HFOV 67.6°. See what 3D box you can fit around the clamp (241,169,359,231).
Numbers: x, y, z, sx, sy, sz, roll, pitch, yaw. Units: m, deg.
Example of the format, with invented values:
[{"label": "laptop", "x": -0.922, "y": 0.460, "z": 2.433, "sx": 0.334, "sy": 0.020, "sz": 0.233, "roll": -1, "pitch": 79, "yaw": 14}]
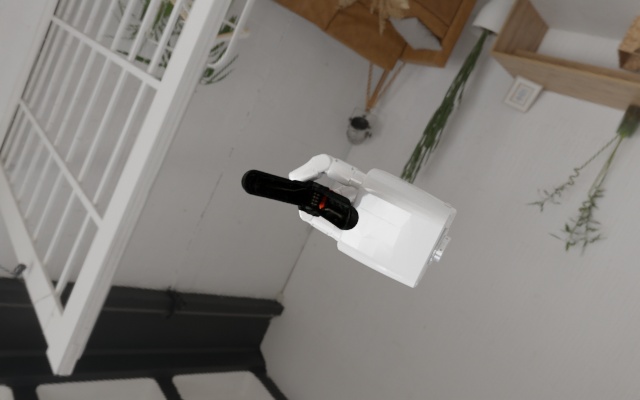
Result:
[{"label": "clamp", "x": 0.000, "y": 0.002, "z": 0.522, "sx": 0.120, "sy": 0.039, "sz": 0.171, "roll": 28, "pitch": 9, "yaw": 18}]
